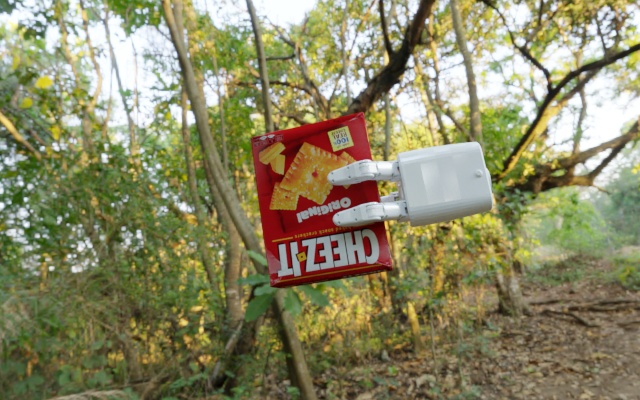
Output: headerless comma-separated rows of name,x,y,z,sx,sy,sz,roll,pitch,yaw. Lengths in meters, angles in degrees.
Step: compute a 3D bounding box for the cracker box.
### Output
cracker box,0.000,0.002,0.656,0.164,0.213,0.072,-11,-12,7
